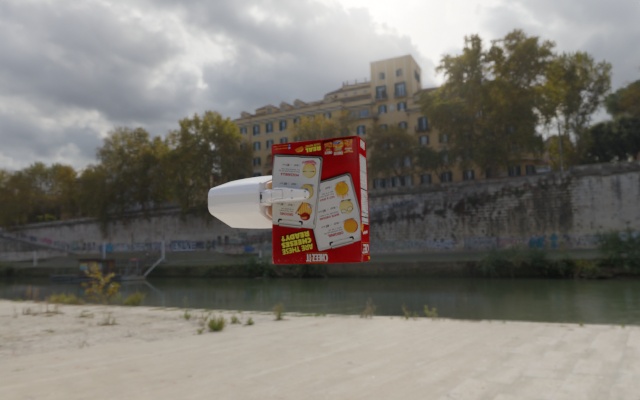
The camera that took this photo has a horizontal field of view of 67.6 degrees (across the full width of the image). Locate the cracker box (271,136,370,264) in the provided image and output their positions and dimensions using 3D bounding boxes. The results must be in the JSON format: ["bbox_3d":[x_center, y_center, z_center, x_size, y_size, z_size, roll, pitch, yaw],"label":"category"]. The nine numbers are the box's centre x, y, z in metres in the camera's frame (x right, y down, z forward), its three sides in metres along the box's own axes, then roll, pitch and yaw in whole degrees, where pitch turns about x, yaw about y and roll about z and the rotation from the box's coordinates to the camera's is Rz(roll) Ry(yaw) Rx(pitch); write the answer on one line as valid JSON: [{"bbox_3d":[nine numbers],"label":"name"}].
[{"bbox_3d":[0.000,0.003,0.842,0.164,0.213,0.072,-4,-6,20],"label":"cracker box"}]
